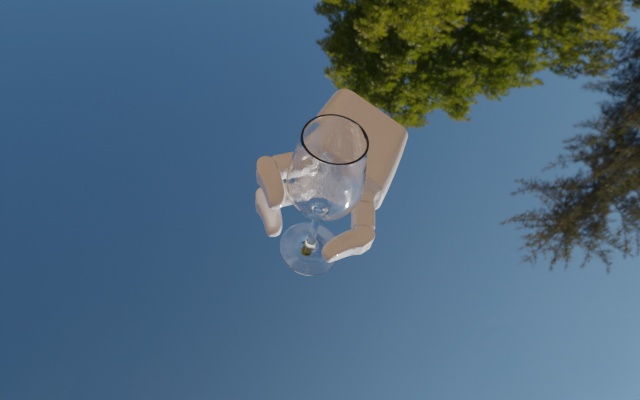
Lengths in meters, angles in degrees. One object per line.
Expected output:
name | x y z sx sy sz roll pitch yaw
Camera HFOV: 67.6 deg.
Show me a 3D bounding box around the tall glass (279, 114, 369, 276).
tall glass | 0.000 0.002 0.505 0.079 0.079 0.201 0 -35 -9
